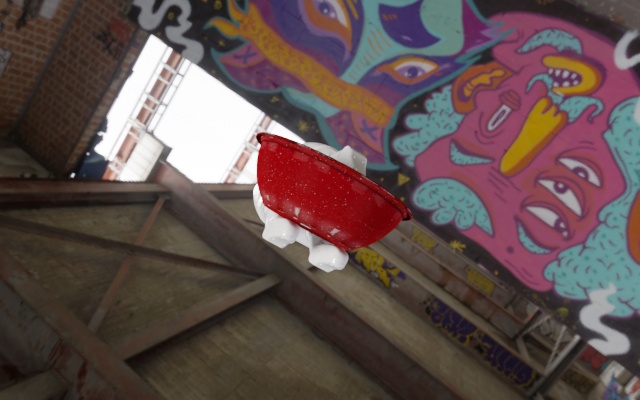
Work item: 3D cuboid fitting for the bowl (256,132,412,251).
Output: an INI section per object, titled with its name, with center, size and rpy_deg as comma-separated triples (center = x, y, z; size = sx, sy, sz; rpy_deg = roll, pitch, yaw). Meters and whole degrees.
[bowl]
center = 0.000, 0.002, 0.439
size = 0.162, 0.055, 0.162
rpy_deg = 28, -6, 3
